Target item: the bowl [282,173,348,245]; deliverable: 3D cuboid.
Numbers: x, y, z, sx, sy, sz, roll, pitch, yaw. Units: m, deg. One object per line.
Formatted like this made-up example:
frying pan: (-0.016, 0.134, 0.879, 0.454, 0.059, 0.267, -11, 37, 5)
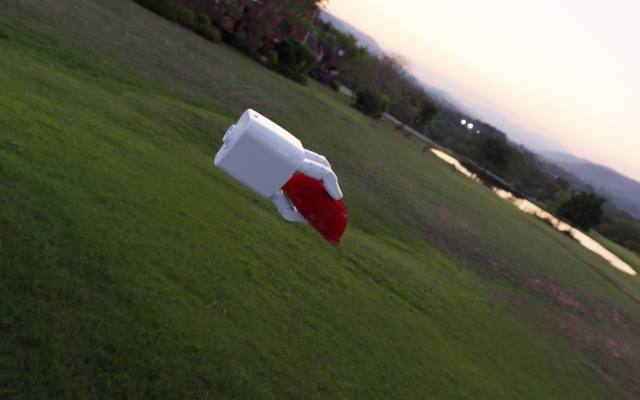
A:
bowl: (0.001, 0.003, 0.865, 0.055, 0.162, 0.162, -41, -7, 8)
